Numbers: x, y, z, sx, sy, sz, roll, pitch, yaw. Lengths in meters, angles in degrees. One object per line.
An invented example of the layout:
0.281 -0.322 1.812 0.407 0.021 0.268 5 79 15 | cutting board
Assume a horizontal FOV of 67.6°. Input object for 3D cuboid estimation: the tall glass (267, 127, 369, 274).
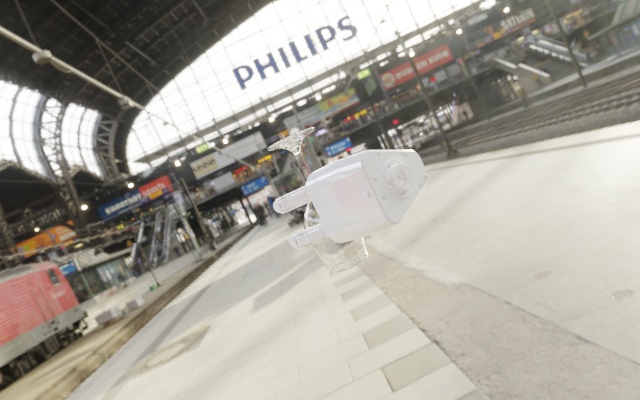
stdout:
0.000 0.002 0.683 0.079 0.201 0.079 -25 3 1 | tall glass
